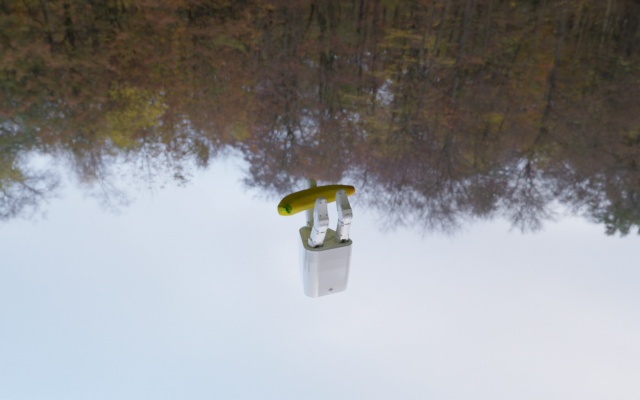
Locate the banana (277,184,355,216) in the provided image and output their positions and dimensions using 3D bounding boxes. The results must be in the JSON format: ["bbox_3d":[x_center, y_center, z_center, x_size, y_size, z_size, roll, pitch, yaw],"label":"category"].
[{"bbox_3d":[-0.016,0.000,0.886,0.069,0.037,0.198,13,22,37],"label":"banana"}]
